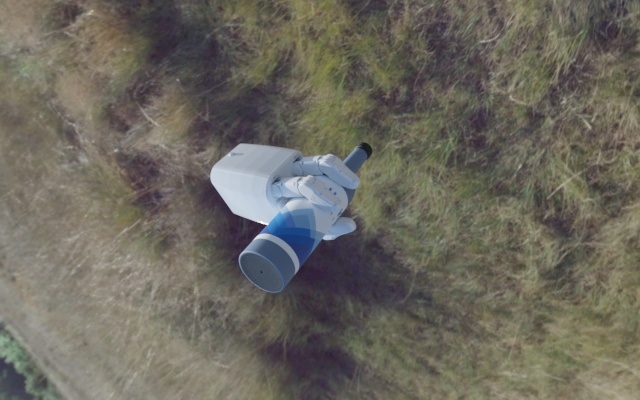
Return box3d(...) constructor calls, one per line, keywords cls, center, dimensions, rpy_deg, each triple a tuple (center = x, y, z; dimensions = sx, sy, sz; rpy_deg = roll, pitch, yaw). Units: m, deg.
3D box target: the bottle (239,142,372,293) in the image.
box3d(cls="bottle", center=(0.000, 0.002, 0.668), dimensions=(0.069, 0.069, 0.295), rpy_deg=(0, 35, 36))
